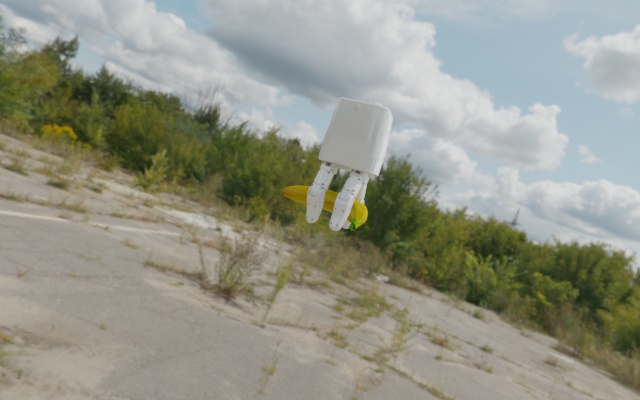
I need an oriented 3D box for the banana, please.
[{"bbox_3d":[0.016,0.004,0.809,0.069,0.037,0.197,4,13,-40],"label":"banana"}]
